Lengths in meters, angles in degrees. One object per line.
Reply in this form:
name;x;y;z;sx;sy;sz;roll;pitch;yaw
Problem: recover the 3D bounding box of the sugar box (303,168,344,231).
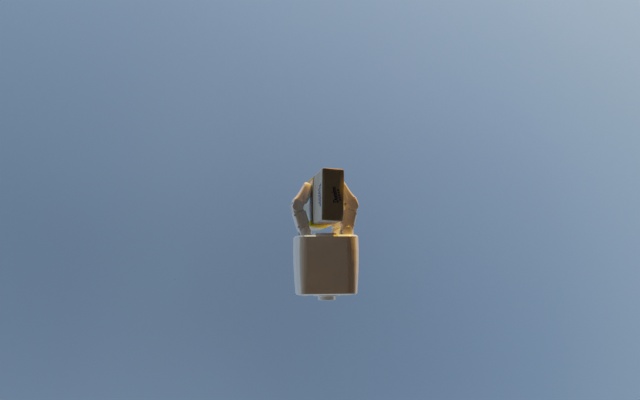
sugar box;0.001;0.003;0.892;0.048;0.093;0.176;4;-9;-16
